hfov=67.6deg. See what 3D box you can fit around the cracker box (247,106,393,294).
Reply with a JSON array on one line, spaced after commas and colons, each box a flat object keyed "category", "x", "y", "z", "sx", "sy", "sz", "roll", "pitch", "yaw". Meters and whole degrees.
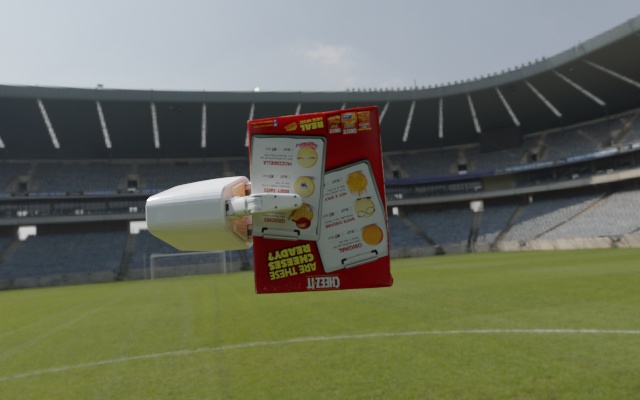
[{"category": "cracker box", "x": 0.000, "y": 0.002, "z": 0.594, "sx": 0.164, "sy": 0.213, "sz": 0.072, "roll": -5, "pitch": -6, "yaw": 10}]
